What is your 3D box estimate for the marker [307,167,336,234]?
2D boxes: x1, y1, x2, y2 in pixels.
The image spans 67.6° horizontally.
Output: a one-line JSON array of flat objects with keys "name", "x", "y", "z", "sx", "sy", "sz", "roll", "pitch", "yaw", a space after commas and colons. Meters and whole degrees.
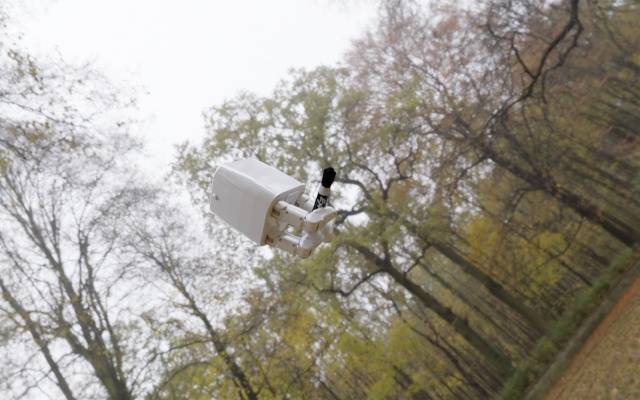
[{"name": "marker", "x": 0.000, "y": 0.002, "z": 0.700, "sx": 0.020, "sy": 0.121, "sz": 0.020, "roll": 11, "pitch": 37, "yaw": -8}]
